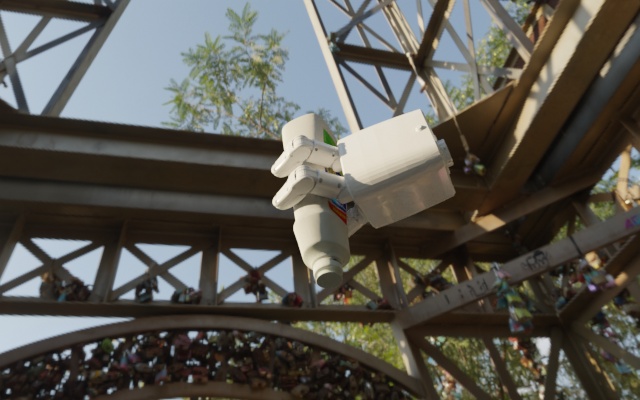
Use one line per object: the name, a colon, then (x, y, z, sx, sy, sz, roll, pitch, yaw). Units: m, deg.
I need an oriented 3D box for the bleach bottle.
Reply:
bleach bottle: (0.000, 0.002, 0.588, 0.068, 0.250, 0.103, -22, -47, 13)
